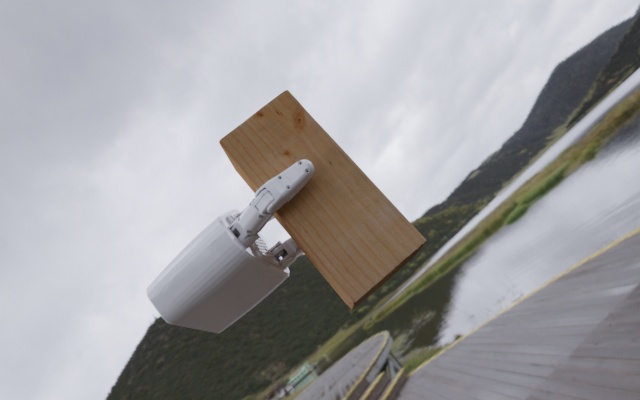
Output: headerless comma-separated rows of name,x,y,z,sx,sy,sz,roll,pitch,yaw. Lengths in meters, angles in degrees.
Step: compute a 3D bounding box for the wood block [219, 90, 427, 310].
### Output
wood block,0.000,0.002,0.493,0.090,0.206,0.091,-39,-14,-9
